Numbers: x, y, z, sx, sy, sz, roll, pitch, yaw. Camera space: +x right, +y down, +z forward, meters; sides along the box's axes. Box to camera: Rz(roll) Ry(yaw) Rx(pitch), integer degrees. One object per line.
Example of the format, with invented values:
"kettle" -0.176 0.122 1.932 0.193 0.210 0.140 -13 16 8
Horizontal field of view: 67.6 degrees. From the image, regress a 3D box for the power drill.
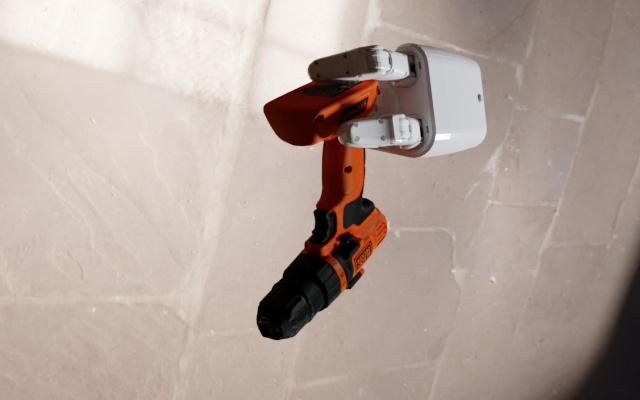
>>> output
"power drill" 0.000 0.001 0.403 0.057 0.188 0.184 14 34 27
